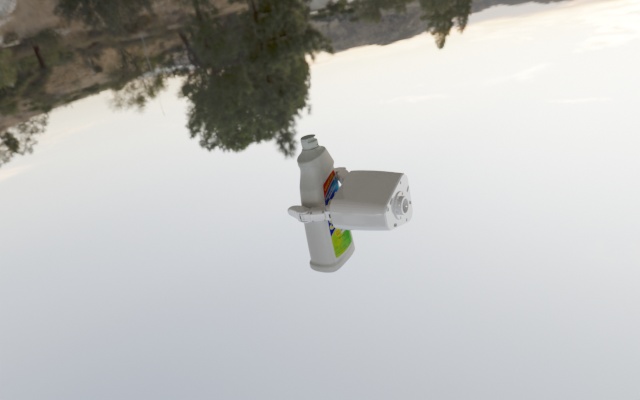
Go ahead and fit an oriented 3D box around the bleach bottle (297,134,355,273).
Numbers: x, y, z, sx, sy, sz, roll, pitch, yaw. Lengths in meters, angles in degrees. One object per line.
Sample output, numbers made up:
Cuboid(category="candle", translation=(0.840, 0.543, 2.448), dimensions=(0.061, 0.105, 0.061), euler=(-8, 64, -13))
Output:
Cuboid(category="bleach bottle", translation=(0.000, 0.003, 0.889), dimensions=(0.068, 0.251, 0.102), euler=(3, 28, 34))
